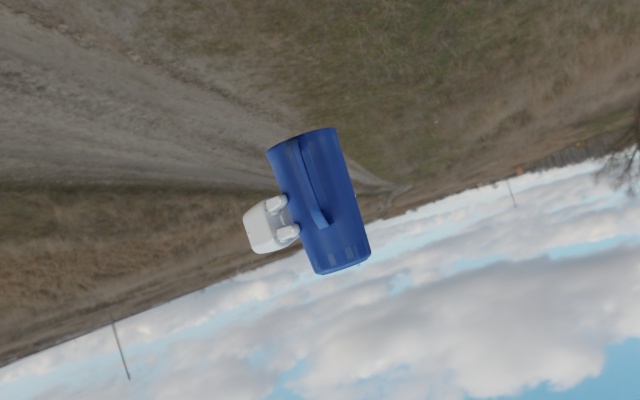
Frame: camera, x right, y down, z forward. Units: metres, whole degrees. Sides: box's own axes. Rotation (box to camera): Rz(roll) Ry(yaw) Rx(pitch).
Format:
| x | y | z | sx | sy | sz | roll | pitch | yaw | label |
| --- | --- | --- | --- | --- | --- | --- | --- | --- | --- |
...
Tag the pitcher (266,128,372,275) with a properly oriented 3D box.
| x | y | z | sx | sy | sz | roll | pitch | yaw | label |
| --- | --- | --- | --- | --- | --- | --- | --- | --- | --- |
| 0.000 | 0.003 | 0.837 | 0.149 | 0.243 | 0.145 | -16 | -5 | -37 | pitcher |
